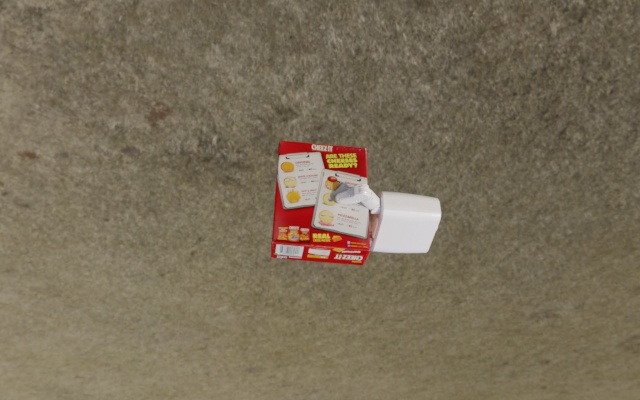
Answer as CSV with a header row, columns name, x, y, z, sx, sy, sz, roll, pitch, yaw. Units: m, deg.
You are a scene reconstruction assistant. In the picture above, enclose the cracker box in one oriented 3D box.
name,x,y,z,sx,sy,sz,roll,pitch,yaw
cracker box,0.000,0.003,0.849,0.164,0.213,0.072,5,-33,-6
